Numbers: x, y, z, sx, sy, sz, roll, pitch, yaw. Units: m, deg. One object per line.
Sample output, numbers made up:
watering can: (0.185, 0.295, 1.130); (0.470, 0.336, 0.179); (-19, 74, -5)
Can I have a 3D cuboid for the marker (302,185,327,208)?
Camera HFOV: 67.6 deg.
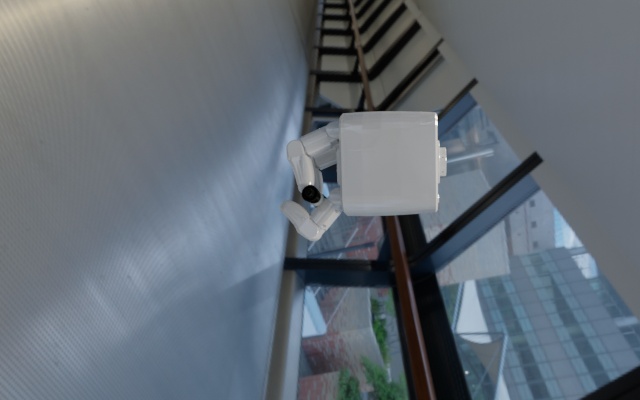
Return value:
marker: (0.000, 0.002, 0.570); (0.020, 0.020, 0.121); (0, -11, 12)
